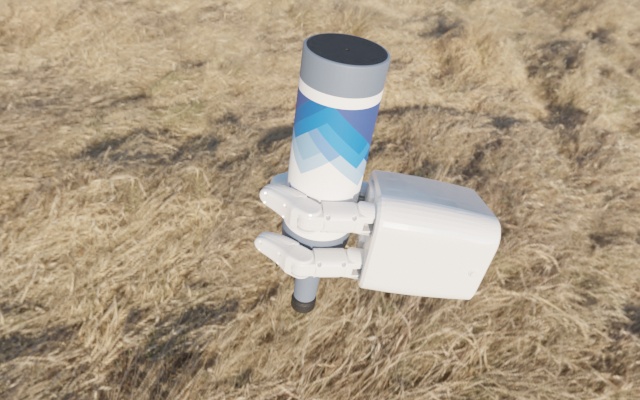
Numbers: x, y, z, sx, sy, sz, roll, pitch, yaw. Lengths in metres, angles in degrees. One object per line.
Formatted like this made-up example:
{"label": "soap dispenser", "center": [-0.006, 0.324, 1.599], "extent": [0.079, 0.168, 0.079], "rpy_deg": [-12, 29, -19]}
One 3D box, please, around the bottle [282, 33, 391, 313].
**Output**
{"label": "bottle", "center": [0.000, 0.001, 0.447], "extent": [0.069, 0.296, 0.069], "rpy_deg": [6, 38, -5]}
